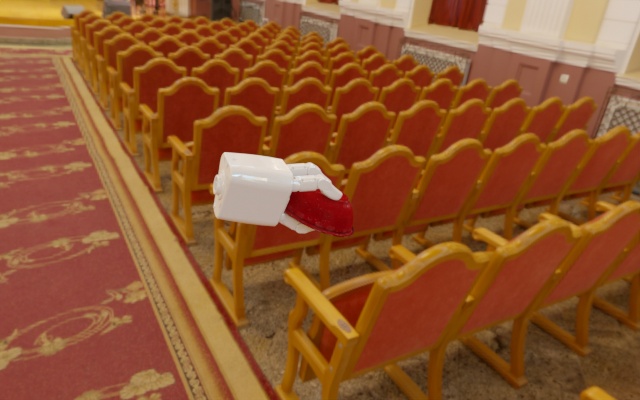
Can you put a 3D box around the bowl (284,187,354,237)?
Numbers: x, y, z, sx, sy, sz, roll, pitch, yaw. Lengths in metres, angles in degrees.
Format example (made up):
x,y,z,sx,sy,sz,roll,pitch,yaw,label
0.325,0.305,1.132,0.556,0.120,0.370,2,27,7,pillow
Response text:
x,y,z,sx,sy,sz,roll,pitch,yaw,label
0.001,0.003,0.883,0.162,0.055,0.162,24,16,-7,bowl
